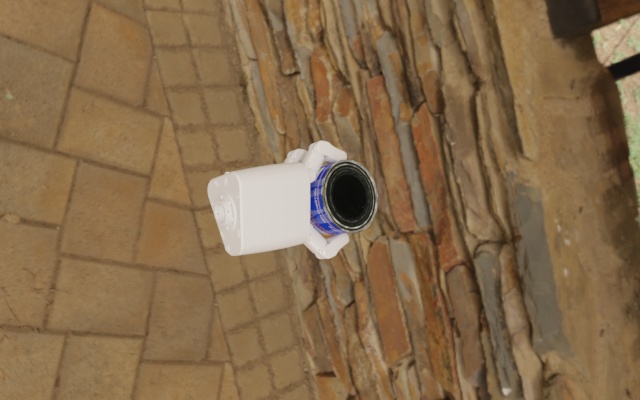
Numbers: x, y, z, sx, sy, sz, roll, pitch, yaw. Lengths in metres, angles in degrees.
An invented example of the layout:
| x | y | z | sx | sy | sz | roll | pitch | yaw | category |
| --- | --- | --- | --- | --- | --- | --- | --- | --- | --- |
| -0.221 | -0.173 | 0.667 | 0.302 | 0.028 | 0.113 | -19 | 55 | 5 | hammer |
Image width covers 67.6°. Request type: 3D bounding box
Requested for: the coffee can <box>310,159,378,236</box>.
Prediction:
| x | y | z | sx | sy | sz | roll | pitch | yaw | category |
| --- | --- | --- | --- | --- | --- | --- | --- | --- | --- |
| 0.000 | 0.002 | 0.710 | 0.103 | 0.103 | 0.140 | 0 | -7 | -38 | coffee can |
